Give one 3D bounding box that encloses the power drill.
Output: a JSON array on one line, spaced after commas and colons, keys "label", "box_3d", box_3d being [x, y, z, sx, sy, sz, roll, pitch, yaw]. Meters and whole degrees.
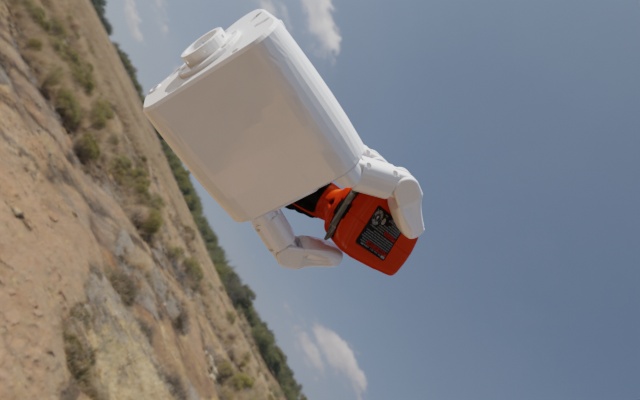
[{"label": "power drill", "box_3d": [0.000, 0.002, 0.461, 0.187, 0.057, 0.184, 28, -2, 40]}]
